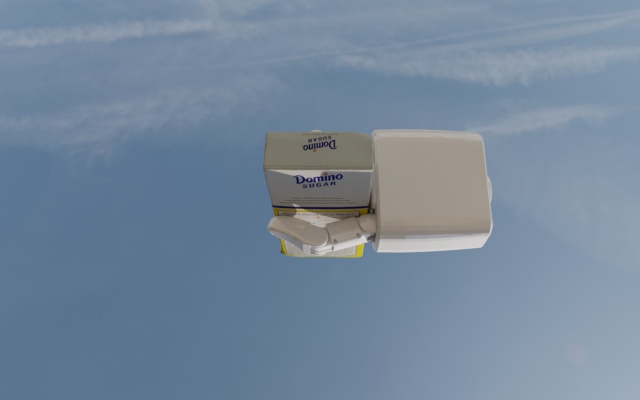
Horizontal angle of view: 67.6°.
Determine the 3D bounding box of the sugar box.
[{"bbox_3d":[0.000,0.001,0.471,0.093,0.048,0.176,1,-33,1],"label":"sugar box"}]
